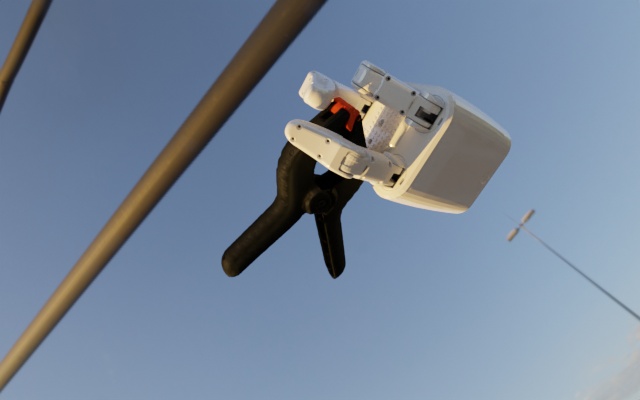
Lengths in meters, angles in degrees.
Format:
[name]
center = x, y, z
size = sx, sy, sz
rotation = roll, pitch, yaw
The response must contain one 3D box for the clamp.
[clamp]
center = 0.000, 0.001, 0.407
size = 0.120, 0.171, 0.039
rotation = 14, 25, -41
